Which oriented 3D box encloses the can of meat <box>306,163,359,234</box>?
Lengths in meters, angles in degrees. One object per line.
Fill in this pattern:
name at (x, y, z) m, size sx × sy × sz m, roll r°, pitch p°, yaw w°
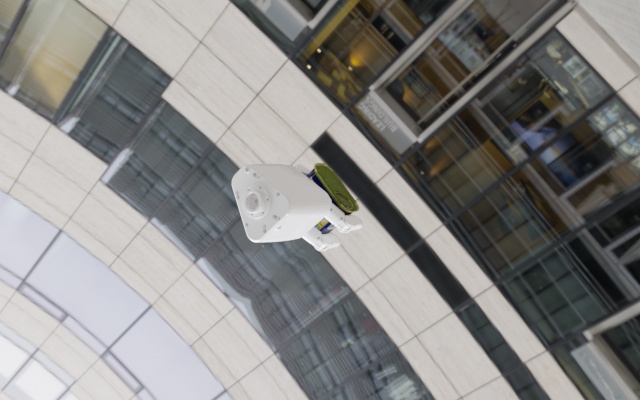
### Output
can of meat at (0.000, 0.003, 0.802) m, size 0.084 × 0.102 × 0.057 m, roll -42°, pitch -16°, yaw 24°
